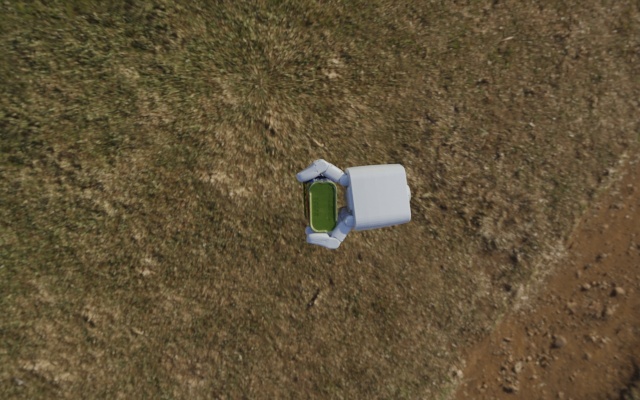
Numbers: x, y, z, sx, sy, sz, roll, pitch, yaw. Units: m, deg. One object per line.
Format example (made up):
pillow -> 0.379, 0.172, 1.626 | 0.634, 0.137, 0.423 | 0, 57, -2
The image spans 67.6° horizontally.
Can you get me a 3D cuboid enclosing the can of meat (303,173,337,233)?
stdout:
can of meat -> 0.000, 0.003, 0.892 | 0.057, 0.102, 0.084 | -3, 14, -7
